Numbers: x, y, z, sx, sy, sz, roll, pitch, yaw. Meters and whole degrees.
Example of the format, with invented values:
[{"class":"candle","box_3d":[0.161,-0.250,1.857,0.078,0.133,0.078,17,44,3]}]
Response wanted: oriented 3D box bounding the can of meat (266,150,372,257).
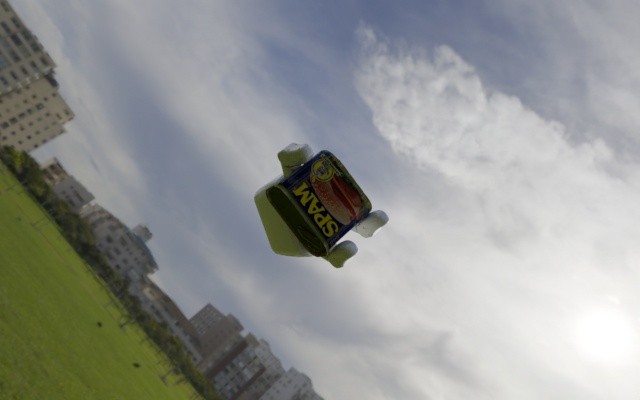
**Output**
[{"class":"can of meat","box_3d":[0.000,0.002,0.570,0.084,0.102,0.057,-40,7,-25]}]
